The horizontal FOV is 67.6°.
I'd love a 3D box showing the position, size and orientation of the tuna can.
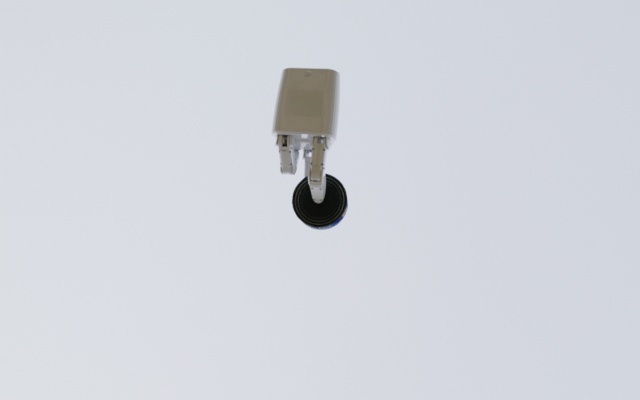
[{"bbox_3d":[0.000,0.003,0.744,0.086,0.086,0.034,0,-13,6],"label":"tuna can"}]
